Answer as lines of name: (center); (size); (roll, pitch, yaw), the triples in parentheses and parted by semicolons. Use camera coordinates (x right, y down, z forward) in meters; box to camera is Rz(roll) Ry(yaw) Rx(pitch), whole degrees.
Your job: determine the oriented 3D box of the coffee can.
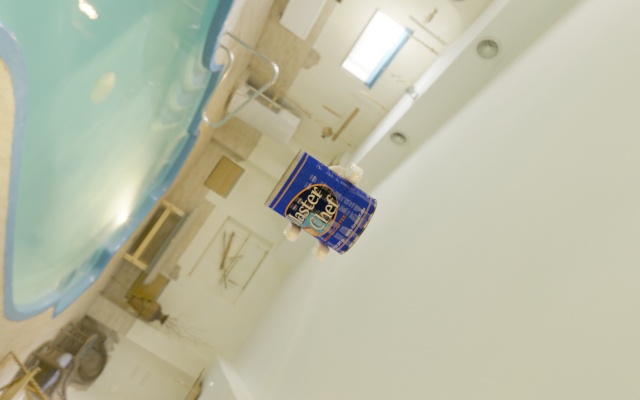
coffee can: (0.000, 0.002, 0.728); (0.140, 0.103, 0.103); (34, -5, -7)
